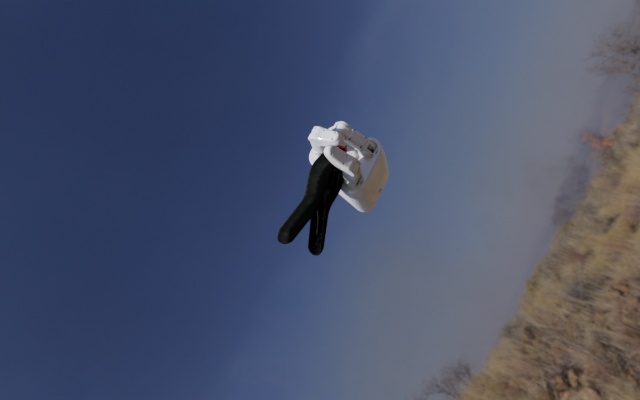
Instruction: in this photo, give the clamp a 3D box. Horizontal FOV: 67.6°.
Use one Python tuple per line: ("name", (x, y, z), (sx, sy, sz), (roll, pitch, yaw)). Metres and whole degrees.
("clamp", (0.000, 0.002, 0.708), (0.039, 0.171, 0.120), (23, -13, 22))
